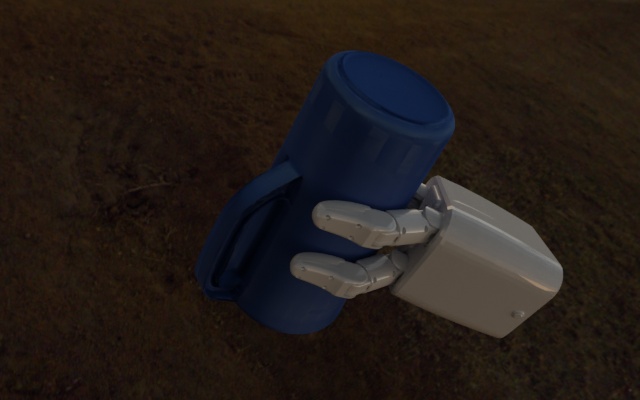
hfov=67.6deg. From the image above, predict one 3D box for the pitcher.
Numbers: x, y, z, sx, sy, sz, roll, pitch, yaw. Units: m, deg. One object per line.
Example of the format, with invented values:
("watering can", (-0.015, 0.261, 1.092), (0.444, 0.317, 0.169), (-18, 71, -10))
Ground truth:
("pitcher", (0.000, 0.001, 0.413), (0.145, 0.243, 0.149), (26, 38, -4))
